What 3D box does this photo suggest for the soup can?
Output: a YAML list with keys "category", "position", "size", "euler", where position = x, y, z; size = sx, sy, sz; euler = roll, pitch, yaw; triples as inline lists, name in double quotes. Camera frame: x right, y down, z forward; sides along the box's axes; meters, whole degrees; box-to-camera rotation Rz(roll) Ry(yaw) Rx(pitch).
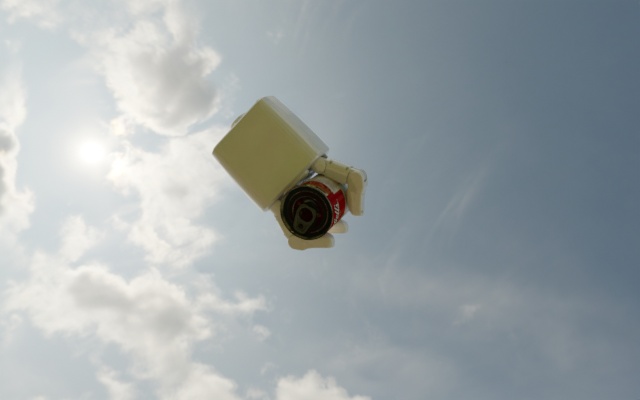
- category: "soup can"
  position: [0.001, 0.002, 0.609]
  size: [0.068, 0.068, 0.102]
  euler: [0, 15, 21]
